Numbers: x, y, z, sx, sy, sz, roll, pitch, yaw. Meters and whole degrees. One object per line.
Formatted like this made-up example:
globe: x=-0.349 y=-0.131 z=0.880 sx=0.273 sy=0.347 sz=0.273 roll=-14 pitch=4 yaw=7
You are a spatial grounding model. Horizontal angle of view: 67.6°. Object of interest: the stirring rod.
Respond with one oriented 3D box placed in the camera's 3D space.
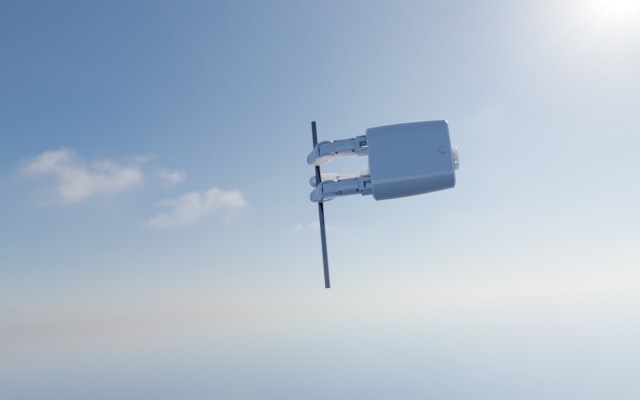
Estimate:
stirring rod: x=0.000 y=0.002 z=0.674 sx=0.011 sy=0.239 sz=0.011 roll=-5 pitch=-12 yaw=-1
